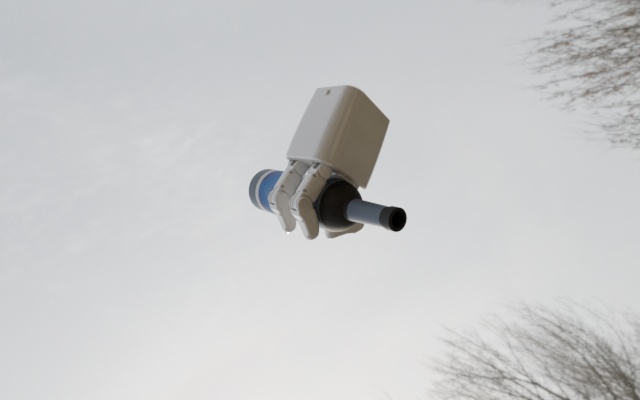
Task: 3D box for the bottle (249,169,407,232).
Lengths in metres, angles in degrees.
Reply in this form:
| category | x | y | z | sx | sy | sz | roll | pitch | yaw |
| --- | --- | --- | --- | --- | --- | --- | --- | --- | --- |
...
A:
| category | x | y | z | sx | sy | sz | roll | pitch | yaw |
| --- | --- | --- | --- | --- | --- | --- | --- | --- | --- |
| bottle | 0.000 | 0.002 | 0.636 | 0.069 | 0.069 | 0.295 | 0 | 7 | -35 |
